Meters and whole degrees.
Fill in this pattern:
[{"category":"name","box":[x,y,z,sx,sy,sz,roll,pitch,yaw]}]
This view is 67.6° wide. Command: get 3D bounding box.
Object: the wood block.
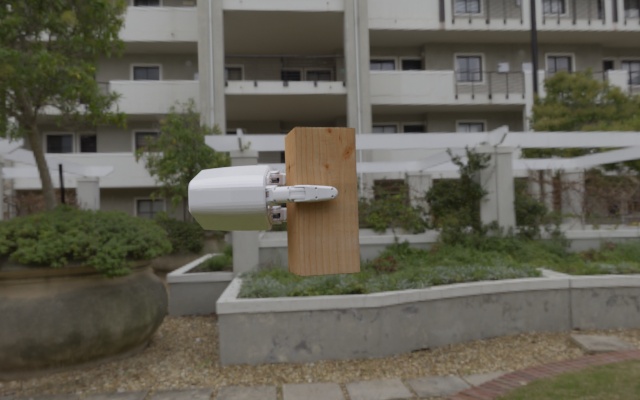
[{"category":"wood block","box":[0.000,0.002,0.704,0.090,0.206,0.091,-1,-2,-14]}]
